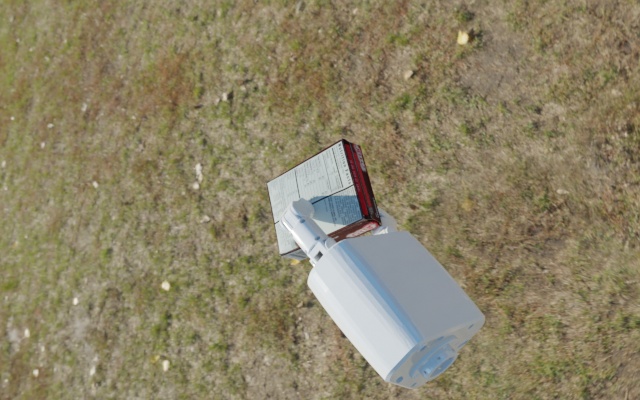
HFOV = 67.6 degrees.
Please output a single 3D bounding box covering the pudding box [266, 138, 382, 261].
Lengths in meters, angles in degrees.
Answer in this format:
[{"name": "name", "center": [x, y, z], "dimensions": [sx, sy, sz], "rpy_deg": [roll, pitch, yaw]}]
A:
[{"name": "pudding box", "center": [0.000, 0.002, 0.494], "dimensions": [0.113, 0.090, 0.039], "rpy_deg": [-26, -25, 30]}]
